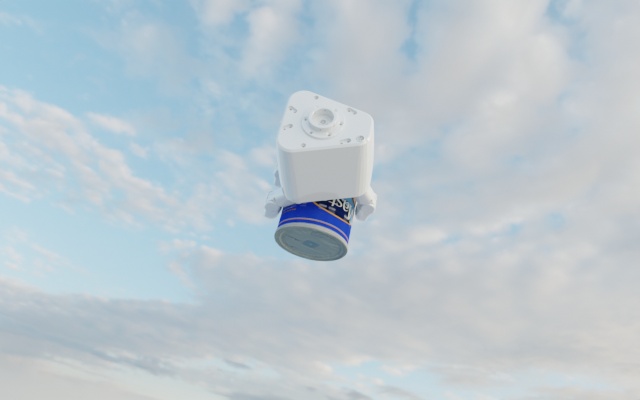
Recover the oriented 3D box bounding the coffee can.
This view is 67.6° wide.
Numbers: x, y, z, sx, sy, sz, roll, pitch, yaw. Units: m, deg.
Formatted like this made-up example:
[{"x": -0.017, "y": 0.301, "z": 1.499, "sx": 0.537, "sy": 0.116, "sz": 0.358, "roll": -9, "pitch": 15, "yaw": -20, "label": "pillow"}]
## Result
[{"x": 0.000, "y": 0.002, "z": 0.686, "sx": 0.103, "sy": 0.140, "sz": 0.103, "roll": 10, "pitch": -30, "yaw": 6, "label": "coffee can"}]
